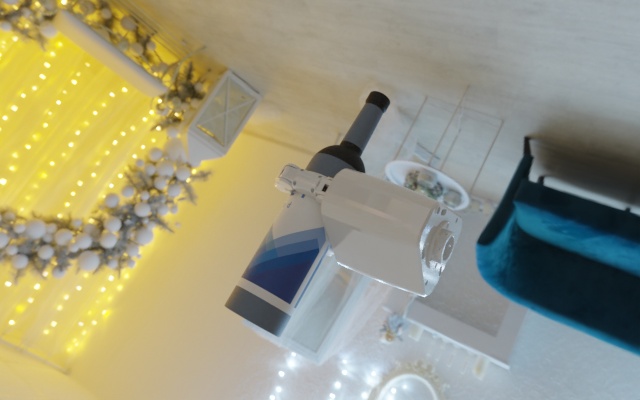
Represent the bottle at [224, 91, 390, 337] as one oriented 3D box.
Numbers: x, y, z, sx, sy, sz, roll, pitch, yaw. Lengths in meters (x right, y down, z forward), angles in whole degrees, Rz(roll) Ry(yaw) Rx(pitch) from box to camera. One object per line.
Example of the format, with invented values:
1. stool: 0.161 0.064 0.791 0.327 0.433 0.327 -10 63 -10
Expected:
1. bottle: 0.000 0.002 0.529 0.069 0.295 0.069 28 -15 8
